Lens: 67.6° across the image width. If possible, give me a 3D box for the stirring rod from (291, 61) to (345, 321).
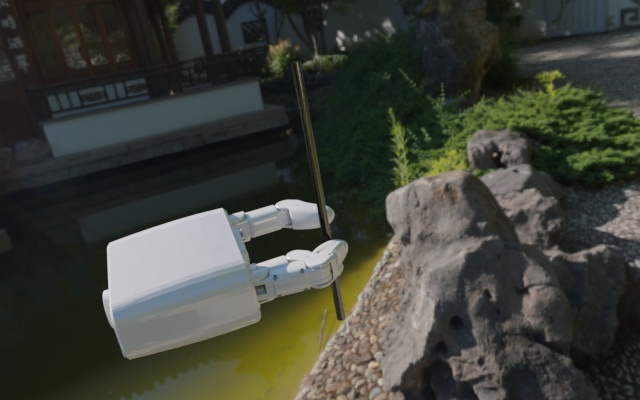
[{"bbox_3d":[0.000,0.002,0.420,0.011,0.240,0.011,-9,19,3],"label":"stirring rod"}]
